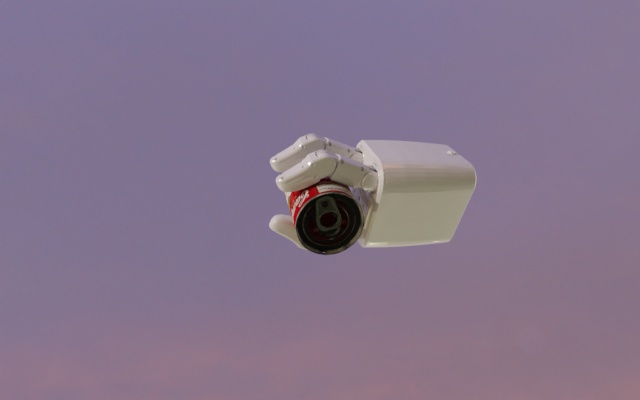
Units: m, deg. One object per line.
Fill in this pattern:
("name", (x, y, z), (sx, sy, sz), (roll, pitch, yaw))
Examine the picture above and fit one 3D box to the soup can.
("soup can", (0.000, 0.002, 0.501), (0.068, 0.068, 0.102), (0, 25, -12))
